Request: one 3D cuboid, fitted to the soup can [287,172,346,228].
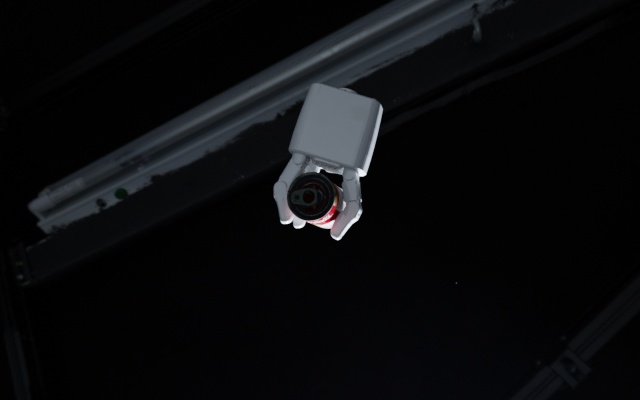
[{"bbox_3d":[0.000,0.003,0.690,0.068,0.068,0.102,0,-9,16],"label":"soup can"}]
